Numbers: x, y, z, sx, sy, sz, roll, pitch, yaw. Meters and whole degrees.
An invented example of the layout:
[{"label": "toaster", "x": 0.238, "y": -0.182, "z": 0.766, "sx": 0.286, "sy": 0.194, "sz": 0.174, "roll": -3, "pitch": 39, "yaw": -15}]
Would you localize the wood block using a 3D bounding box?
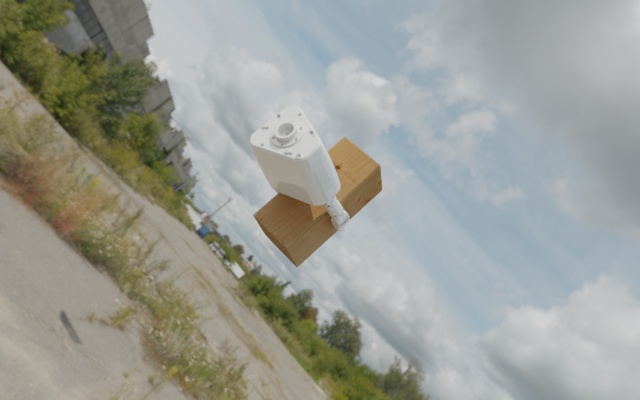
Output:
[{"label": "wood block", "x": 0.000, "y": 0.003, "z": 0.812, "sx": 0.090, "sy": 0.206, "sz": 0.090, "roll": 43, "pitch": -14, "yaw": 25}]
